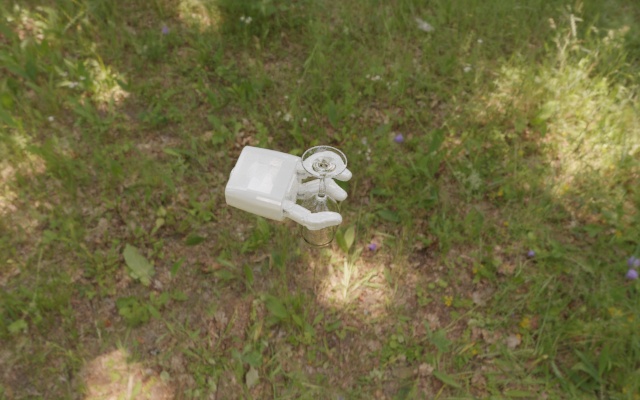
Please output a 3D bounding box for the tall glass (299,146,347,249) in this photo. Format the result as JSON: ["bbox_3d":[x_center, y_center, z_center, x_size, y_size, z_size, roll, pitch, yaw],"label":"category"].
[{"bbox_3d":[0.000,0.002,0.842,0.079,0.079,0.201,0,-42,-4],"label":"tall glass"}]
